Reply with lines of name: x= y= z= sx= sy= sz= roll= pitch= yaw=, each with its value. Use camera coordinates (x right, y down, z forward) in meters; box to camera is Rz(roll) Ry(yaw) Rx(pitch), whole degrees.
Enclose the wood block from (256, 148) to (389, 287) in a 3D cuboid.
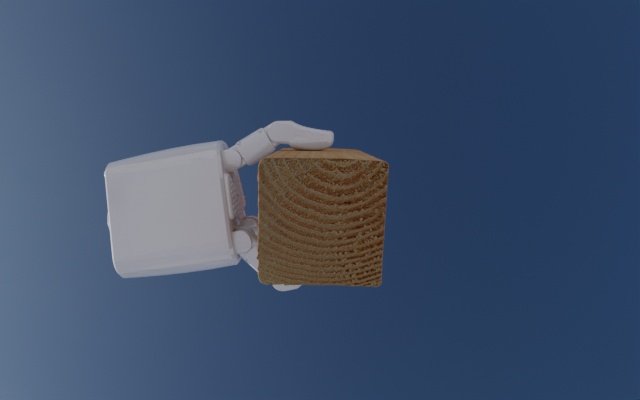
wood block: x=0.000 y=0.001 z=0.428 sx=0.090 sy=0.091 sz=0.206 roll=1 pitch=8 yaw=-1
